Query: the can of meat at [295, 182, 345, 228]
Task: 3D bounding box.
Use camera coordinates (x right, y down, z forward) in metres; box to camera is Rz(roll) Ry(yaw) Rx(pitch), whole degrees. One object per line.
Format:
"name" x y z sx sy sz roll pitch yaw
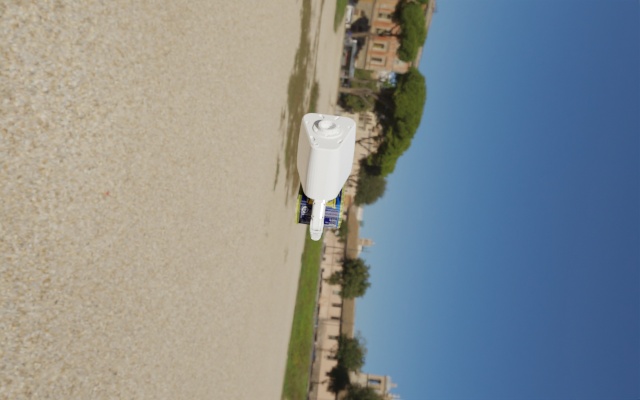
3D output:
"can of meat" 0.000 0.003 0.885 0.084 0.057 0.102 7 39 1
